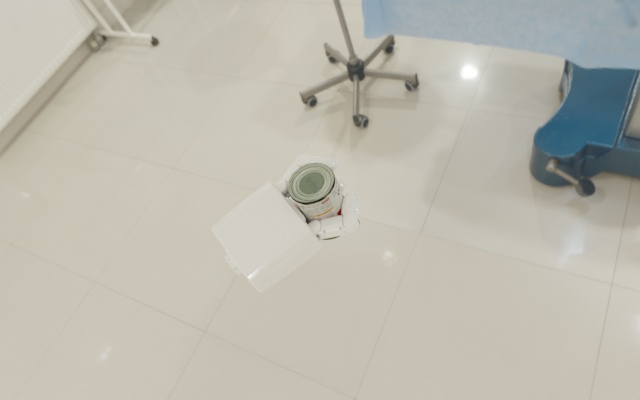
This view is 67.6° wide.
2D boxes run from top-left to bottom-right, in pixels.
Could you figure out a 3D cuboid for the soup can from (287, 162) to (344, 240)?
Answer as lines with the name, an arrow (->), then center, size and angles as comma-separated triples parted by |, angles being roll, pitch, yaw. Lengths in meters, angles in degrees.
soup can -> 0.000, 0.002, 0.671 | 0.068, 0.068, 0.102 | 0, -32, 19
